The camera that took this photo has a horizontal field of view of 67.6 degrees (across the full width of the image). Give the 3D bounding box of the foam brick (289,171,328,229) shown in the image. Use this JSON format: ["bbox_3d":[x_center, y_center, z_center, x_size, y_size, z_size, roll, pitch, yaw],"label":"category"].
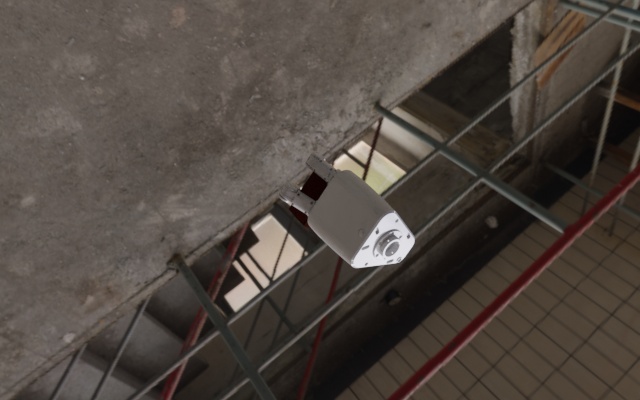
[{"bbox_3d":[0.000,0.003,0.727,0.053,0.078,0.051,22,16,-43],"label":"foam brick"}]
